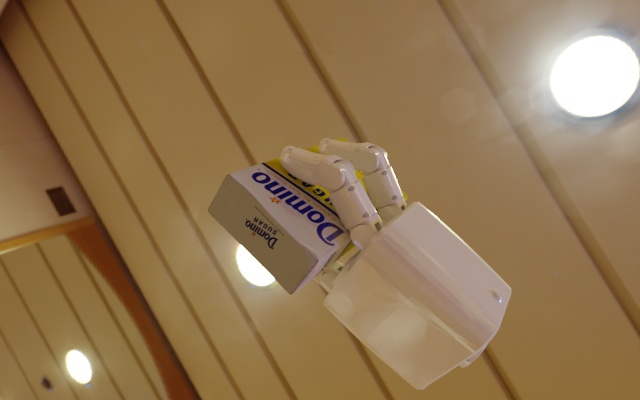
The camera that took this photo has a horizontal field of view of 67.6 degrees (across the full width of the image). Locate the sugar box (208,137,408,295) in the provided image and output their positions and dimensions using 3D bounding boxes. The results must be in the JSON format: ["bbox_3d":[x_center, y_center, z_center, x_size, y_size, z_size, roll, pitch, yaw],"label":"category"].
[{"bbox_3d":[0.000,0.001,0.406,0.093,0.048,0.176,43,30,12],"label":"sugar box"}]
